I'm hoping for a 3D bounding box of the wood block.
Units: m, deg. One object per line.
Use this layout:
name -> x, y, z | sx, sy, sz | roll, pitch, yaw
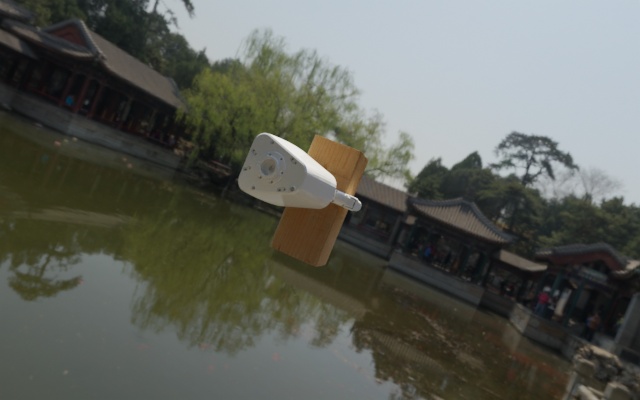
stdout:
wood block -> 0.000, 0.003, 0.839 | 0.091, 0.206, 0.090 | 23, 0, 13
